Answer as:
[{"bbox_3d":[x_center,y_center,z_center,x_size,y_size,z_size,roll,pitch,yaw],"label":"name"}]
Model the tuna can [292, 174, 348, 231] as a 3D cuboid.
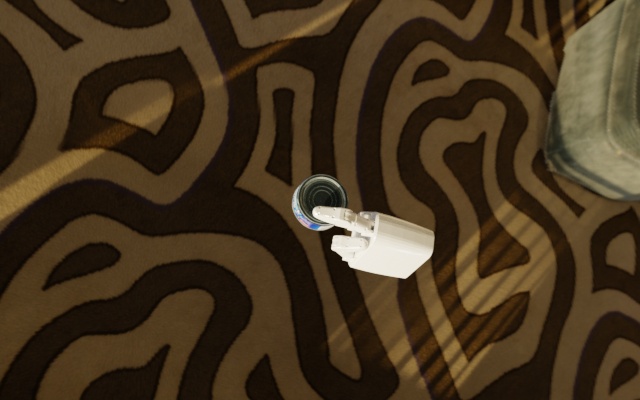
[{"bbox_3d":[0.000,0.002,0.756,0.086,0.086,0.034,0,-15,-15],"label":"tuna can"}]
